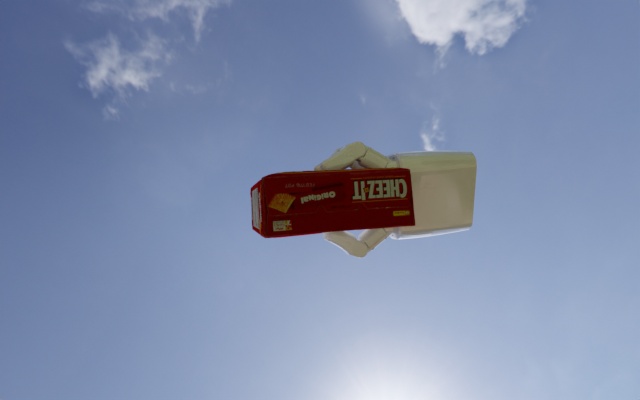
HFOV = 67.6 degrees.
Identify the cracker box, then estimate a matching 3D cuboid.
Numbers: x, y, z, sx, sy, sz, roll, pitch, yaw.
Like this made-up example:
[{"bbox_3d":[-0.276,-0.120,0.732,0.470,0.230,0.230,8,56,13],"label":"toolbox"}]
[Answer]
[{"bbox_3d":[0.000,0.002,0.595,0.164,0.072,0.213,-4,-1,-11],"label":"cracker box"}]
